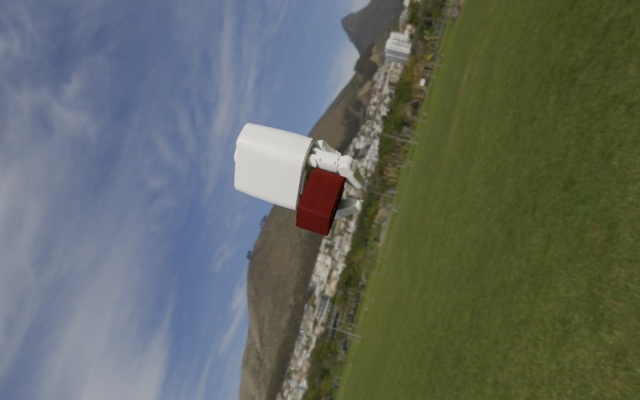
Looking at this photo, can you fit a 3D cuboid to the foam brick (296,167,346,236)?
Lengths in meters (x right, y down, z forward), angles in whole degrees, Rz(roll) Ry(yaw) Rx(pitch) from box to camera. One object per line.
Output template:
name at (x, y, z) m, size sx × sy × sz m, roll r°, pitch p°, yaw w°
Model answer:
foam brick at (0.000, 0.002, 0.692) m, size 0.051 × 0.078 × 0.053 m, roll 17°, pitch -33°, yaw 5°
